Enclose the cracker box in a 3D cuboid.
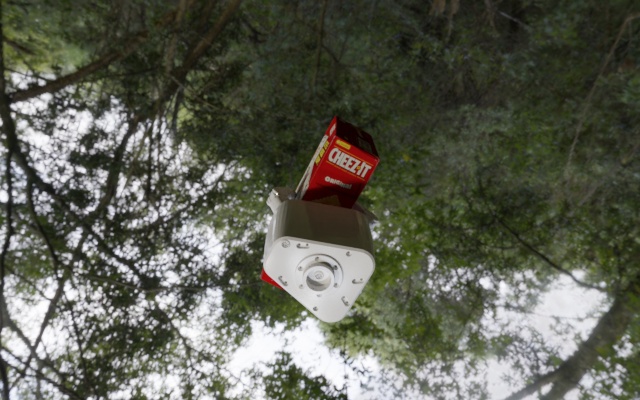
[{"bbox_3d":[0.000,0.002,0.666,0.072,0.214,0.164,27,17,-7],"label":"cracker box"}]
